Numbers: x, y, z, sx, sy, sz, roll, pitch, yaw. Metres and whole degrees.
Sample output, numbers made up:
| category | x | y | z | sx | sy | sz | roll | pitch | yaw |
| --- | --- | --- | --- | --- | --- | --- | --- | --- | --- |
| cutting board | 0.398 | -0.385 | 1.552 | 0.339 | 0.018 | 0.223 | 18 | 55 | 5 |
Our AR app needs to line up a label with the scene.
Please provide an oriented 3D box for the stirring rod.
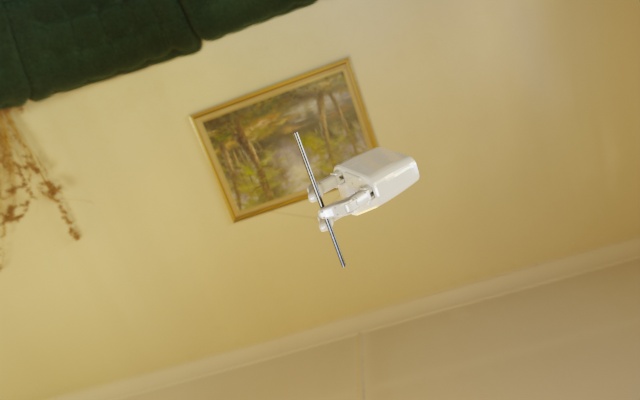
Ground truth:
| category | x | y | z | sx | sy | sz | roll | pitch | yaw |
| --- | --- | --- | --- | --- | --- | --- | --- | --- | --- |
| stirring rod | 0.000 | 0.002 | 0.781 | 0.011 | 0.239 | 0.011 | -19 | 15 | 5 |
